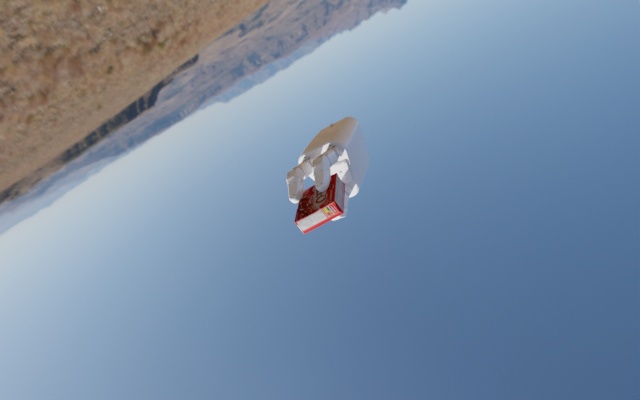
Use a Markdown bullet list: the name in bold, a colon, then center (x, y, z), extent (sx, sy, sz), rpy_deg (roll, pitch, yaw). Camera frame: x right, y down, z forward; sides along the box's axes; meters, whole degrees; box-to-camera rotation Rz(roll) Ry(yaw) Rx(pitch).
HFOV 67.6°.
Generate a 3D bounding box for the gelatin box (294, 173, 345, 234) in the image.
- **gelatin box**: center (0.000, 0.003, 0.745), extent (0.073, 0.030, 0.089), rpy_deg (-28, 26, 21)
